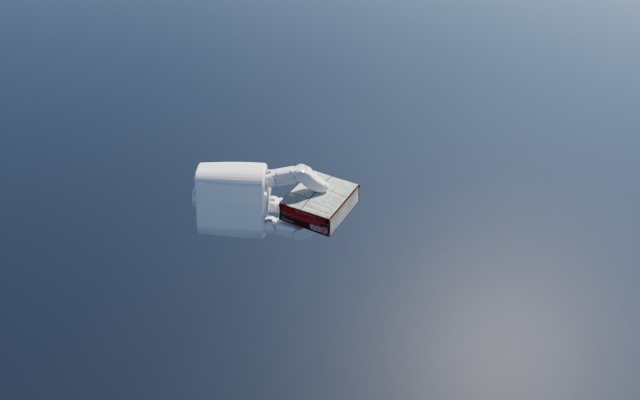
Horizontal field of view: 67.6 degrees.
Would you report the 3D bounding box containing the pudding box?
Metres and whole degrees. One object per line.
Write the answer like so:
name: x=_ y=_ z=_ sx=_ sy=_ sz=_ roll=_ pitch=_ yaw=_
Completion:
pudding box: x=0.000 y=0.002 z=0.755 sx=0.090 sy=0.039 sz=0.113 roll=19 pitch=41 yaw=22
